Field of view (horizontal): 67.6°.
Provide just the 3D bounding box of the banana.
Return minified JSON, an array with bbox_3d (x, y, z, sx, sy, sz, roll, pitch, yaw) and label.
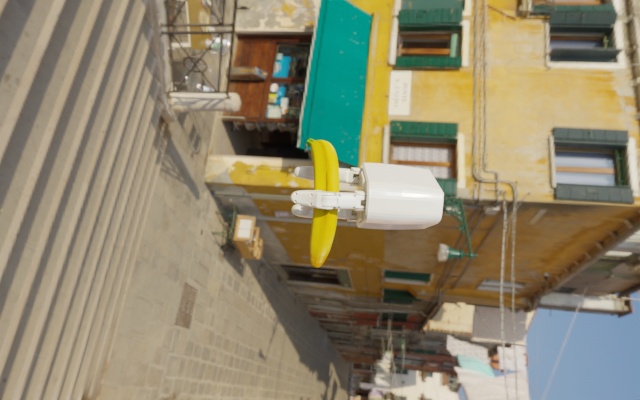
[{"bbox_3d":[0.004,-0.006,0.682,0.037,0.197,0.070,3,-15,-13],"label":"banana"}]
